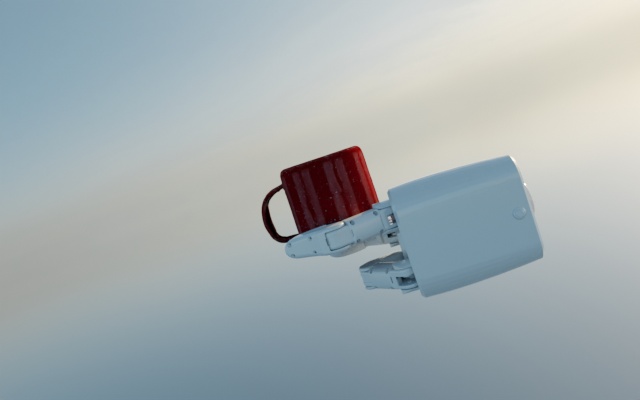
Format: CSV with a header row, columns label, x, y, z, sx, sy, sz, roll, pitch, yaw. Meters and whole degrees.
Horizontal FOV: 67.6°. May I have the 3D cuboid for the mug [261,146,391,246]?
label,x,y,z,sx,sy,sz,roll,pitch,yaw
mug,-0.001,0.002,0.454,0.117,0.081,0.093,-18,5,8
